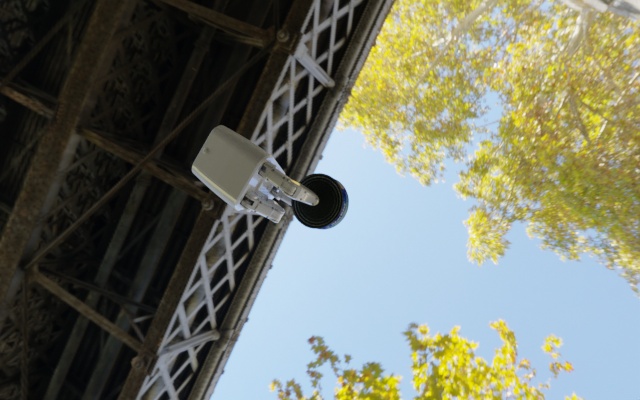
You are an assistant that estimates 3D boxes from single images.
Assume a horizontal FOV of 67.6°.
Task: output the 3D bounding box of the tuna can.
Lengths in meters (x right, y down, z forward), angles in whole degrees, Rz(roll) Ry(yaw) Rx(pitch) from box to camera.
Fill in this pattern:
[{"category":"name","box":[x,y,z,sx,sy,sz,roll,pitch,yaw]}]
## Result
[{"category":"tuna can","box":[0.000,0.003,0.742,0.086,0.086,0.034,0,-7,22]}]
